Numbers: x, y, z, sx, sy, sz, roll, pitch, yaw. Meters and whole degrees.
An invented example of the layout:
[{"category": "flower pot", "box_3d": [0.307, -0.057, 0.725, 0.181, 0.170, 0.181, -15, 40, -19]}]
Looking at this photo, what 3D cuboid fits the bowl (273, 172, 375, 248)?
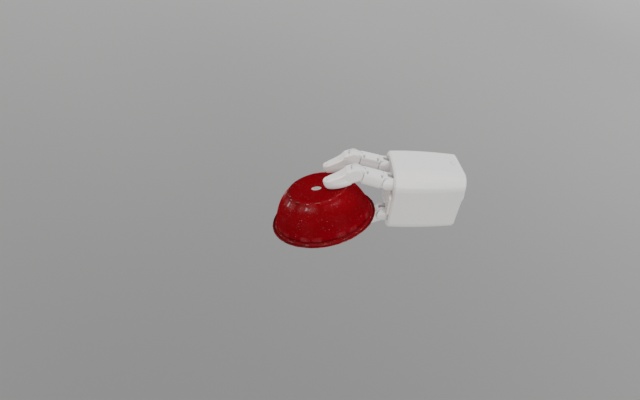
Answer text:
[{"category": "bowl", "box_3d": [-0.001, 0.002, 0.728, 0.162, 0.055, 0.162, -9, 32, 6]}]
